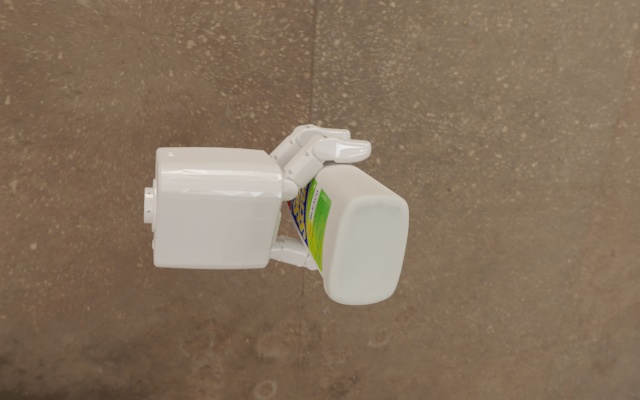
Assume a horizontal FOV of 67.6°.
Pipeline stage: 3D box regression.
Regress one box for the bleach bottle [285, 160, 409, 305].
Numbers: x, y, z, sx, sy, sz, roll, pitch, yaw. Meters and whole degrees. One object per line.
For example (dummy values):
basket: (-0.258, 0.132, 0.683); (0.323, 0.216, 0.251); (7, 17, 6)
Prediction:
bleach bottle: (0.000, 0.002, 0.495); (0.068, 0.102, 0.250); (2, 18, -21)
